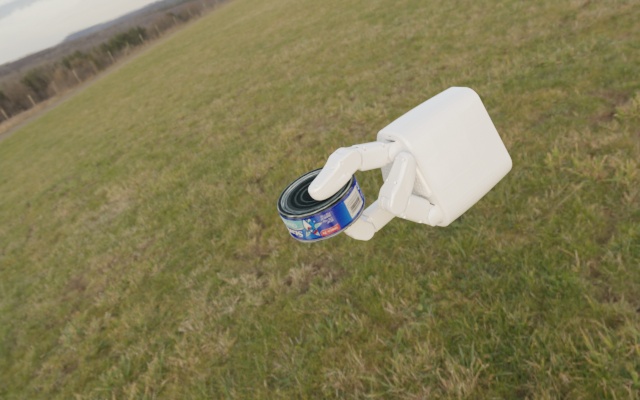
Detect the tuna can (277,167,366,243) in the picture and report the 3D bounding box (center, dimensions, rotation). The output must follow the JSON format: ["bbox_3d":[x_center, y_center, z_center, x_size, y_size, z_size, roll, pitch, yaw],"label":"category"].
[{"bbox_3d":[0.000,0.001,0.483,0.086,0.034,0.086,-20,31,13],"label":"tuna can"}]
